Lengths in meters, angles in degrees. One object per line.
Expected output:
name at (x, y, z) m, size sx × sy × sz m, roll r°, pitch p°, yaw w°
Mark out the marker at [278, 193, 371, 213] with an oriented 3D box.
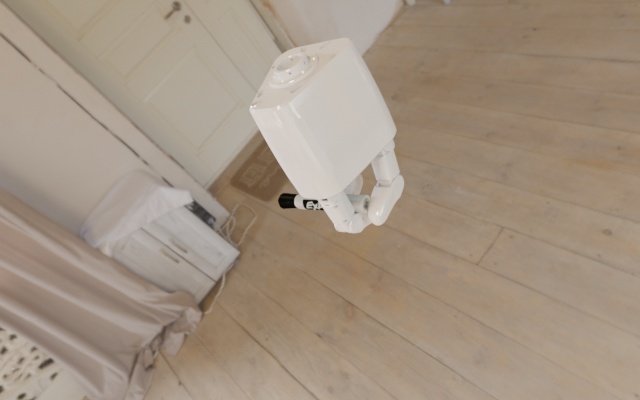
marker at (0.000, 0.002, 0.525) m, size 0.121 × 0.020 × 0.020 m, roll 2°, pitch 1°, yaw 38°
